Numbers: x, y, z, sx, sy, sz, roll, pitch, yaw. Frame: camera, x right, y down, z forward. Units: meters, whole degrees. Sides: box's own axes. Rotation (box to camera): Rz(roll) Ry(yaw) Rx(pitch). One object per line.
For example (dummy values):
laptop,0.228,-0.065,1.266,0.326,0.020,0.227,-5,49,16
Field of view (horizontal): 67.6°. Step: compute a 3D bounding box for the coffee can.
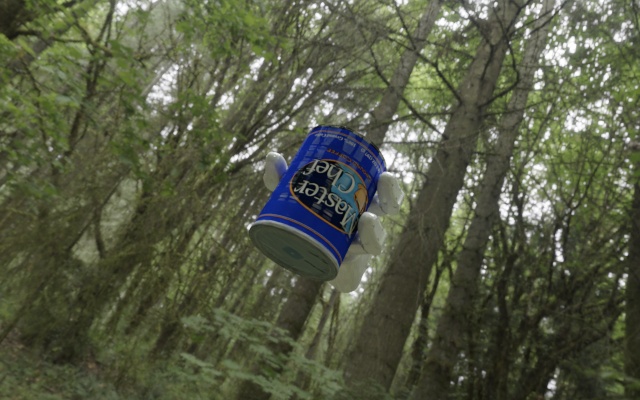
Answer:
coffee can,0.000,0.002,0.523,0.103,0.140,0.103,22,-28,12
